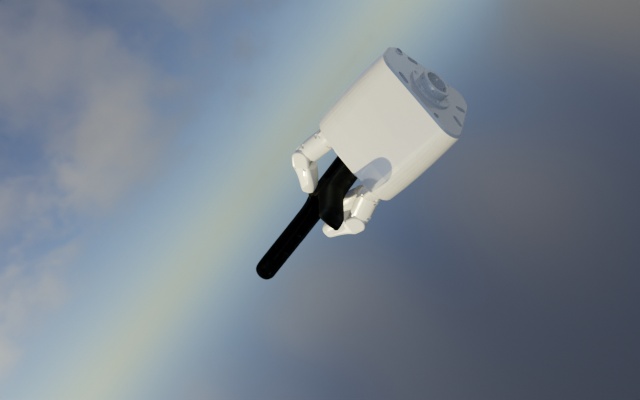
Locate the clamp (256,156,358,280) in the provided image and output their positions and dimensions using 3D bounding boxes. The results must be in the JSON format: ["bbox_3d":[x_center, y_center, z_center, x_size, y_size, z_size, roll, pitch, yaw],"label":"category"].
[{"bbox_3d":[0.000,0.001,0.587,0.165,0.036,0.210,-41,13,40],"label":"clamp"}]
